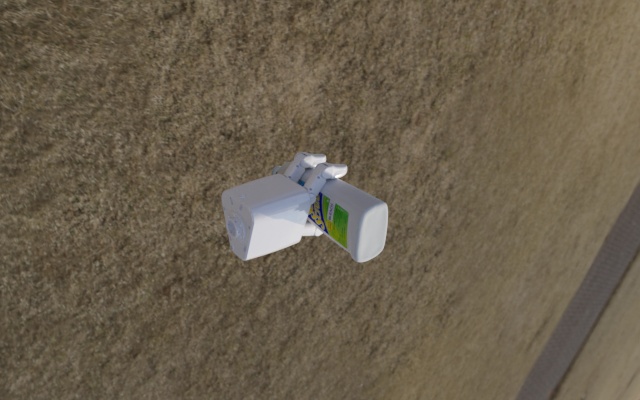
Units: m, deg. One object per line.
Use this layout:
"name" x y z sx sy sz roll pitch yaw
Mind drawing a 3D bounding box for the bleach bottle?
"bleach bottle" 0.000 0.003 0.808 0.068 0.103 0.250 -19 34 -36
